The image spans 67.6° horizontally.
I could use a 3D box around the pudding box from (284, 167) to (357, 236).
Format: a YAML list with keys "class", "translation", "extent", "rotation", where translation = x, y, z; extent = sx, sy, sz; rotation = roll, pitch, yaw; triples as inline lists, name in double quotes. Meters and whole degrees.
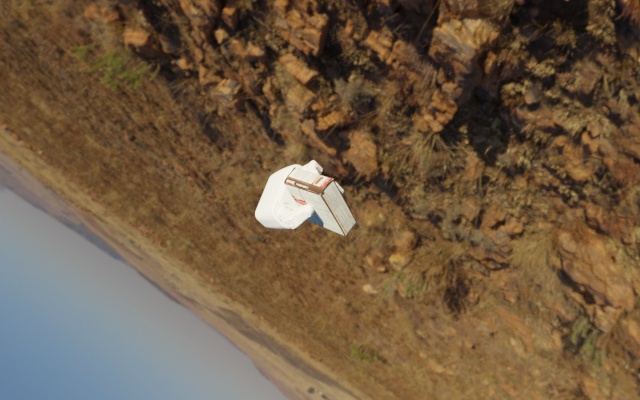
- class: "pudding box"
  translation: [0.000, 0.003, 0.789]
  extent: [0.090, 0.039, 0.114]
  rotation: [18, -27, 40]
